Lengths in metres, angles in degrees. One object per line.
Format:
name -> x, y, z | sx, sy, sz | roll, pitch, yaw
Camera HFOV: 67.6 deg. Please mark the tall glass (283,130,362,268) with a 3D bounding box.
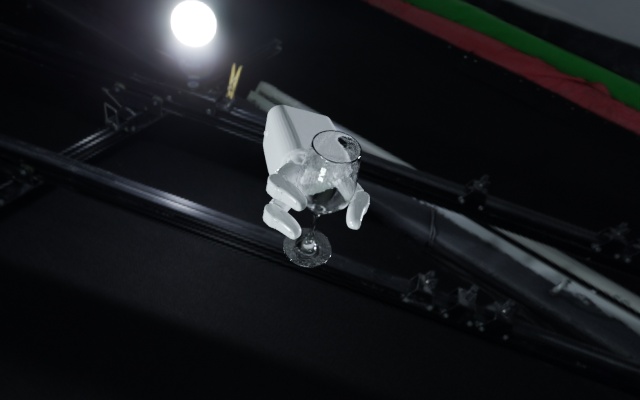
tall glass -> 0.000, 0.003, 0.643 | 0.079, 0.079, 0.201 | 0, -42, -16
